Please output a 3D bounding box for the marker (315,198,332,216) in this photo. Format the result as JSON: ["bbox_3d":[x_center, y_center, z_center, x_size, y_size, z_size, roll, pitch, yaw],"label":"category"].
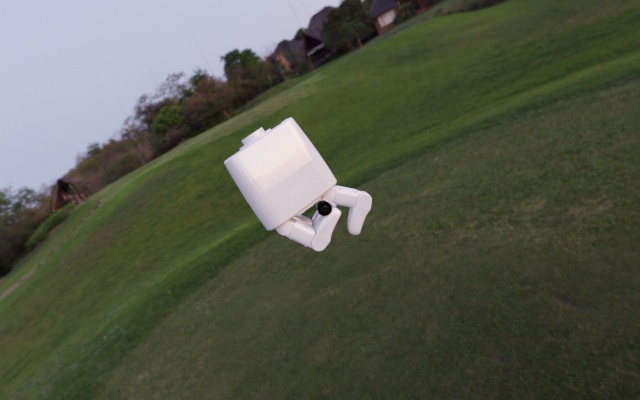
[{"bbox_3d":[0.000,0.002,0.652,0.020,0.020,0.121,0,9,-5],"label":"marker"}]
